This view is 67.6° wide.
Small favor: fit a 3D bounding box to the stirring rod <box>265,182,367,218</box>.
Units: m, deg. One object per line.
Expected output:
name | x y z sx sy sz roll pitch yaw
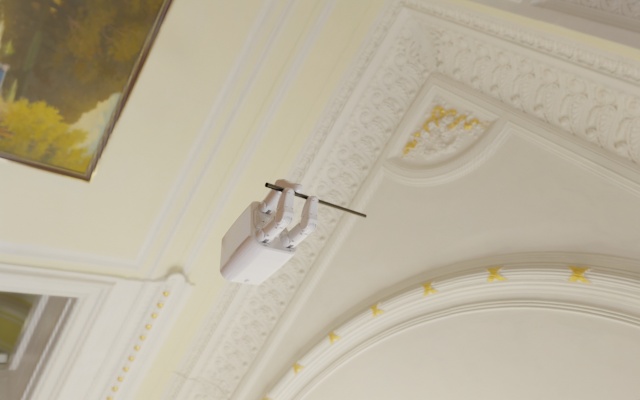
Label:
stirring rod | 0.000 0.003 0.825 0.239 0.011 0.011 18 -12 -43
